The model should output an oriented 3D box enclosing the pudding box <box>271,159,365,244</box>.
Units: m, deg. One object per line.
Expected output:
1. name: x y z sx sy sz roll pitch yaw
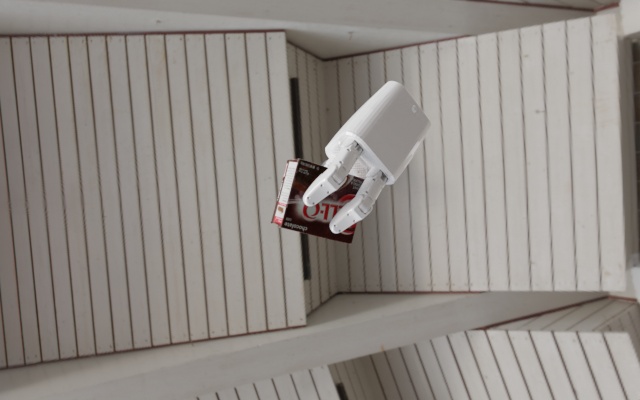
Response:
1. pudding box: 0.000 0.002 0.628 0.113 0.090 0.039 15 -2 -28
